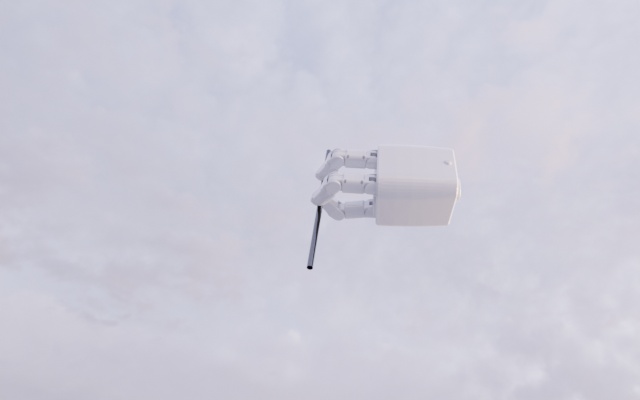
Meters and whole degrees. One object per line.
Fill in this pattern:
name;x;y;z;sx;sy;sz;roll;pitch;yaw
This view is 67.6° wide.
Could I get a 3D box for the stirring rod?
stirring rod;0.000;0.002;0.677;0.011;0.011;0.239;0;42;9
